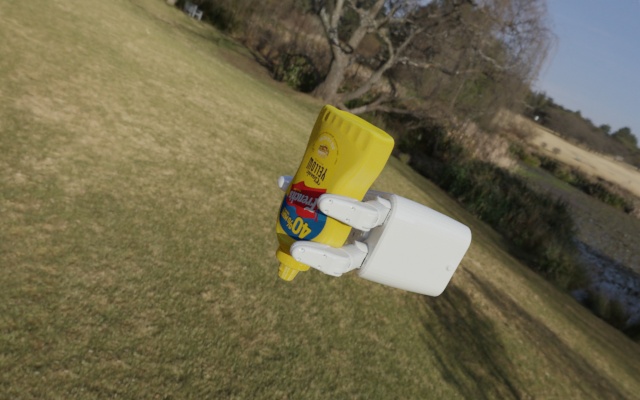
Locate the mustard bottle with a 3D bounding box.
[{"bbox_3d":[0.000,0.001,0.509,0.058,0.192,0.096,11,20,-42],"label":"mustard bottle"}]
